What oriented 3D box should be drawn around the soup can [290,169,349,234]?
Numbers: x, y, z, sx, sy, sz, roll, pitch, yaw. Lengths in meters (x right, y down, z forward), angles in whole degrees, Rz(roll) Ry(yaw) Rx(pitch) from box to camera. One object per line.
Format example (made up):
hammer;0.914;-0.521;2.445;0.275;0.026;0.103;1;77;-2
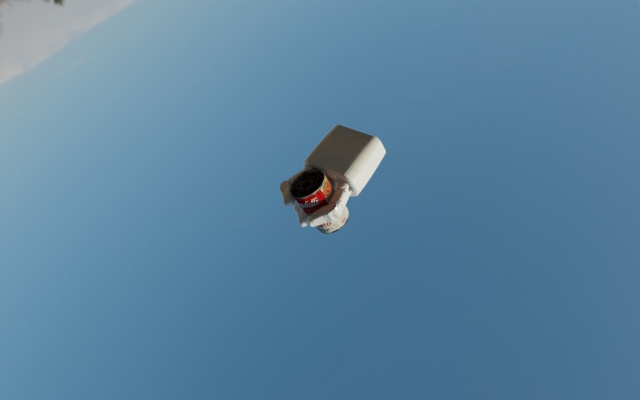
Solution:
soup can;0.000;0.003;0.849;0.068;0.068;0.102;0;-40;37
